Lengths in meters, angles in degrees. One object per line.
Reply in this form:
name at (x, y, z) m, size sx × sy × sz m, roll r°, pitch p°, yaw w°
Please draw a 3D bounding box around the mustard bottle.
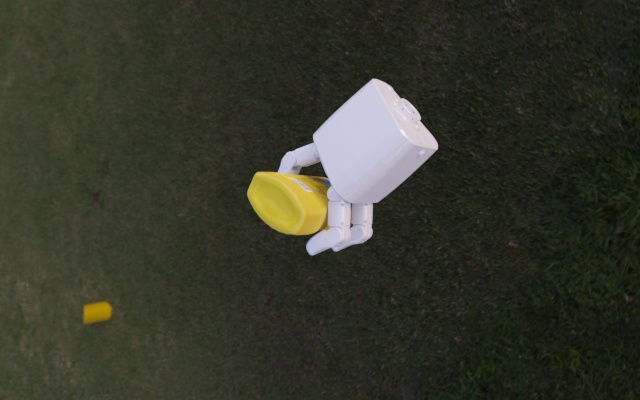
mustard bottle at (0.000, 0.002, 0.632) m, size 0.096 × 0.058 × 0.191 m, roll 36°, pitch 20°, yaw 30°
